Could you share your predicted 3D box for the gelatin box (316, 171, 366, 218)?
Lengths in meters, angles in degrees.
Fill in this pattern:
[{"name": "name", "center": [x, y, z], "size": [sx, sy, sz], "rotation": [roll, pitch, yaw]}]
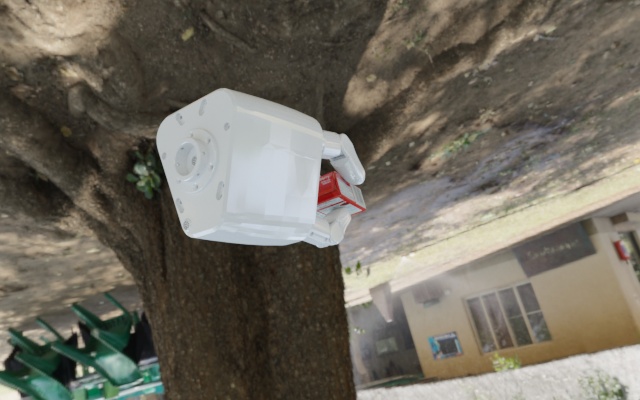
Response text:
[{"name": "gelatin box", "center": [0.000, 0.002, 0.515], "size": [0.073, 0.030, 0.089], "rotation": [-20, -18, 18]}]
